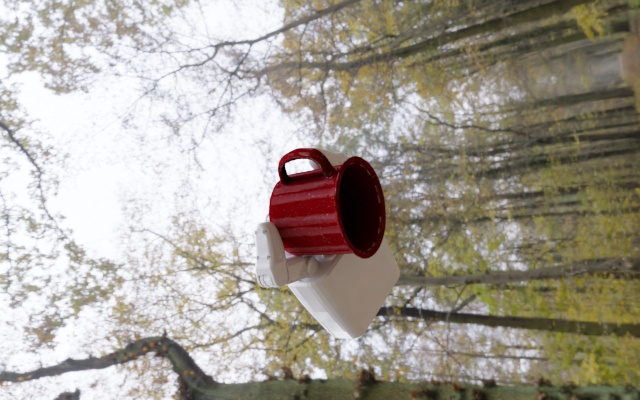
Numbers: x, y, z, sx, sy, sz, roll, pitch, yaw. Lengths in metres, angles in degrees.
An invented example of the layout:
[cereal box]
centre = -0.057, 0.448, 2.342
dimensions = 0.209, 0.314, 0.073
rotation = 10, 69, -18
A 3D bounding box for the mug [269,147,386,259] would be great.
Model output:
[mug]
centre = -0.001, 0.000, 0.446
dimensions = 0.081, 0.117, 0.093
rotation = -7, 39, 33
